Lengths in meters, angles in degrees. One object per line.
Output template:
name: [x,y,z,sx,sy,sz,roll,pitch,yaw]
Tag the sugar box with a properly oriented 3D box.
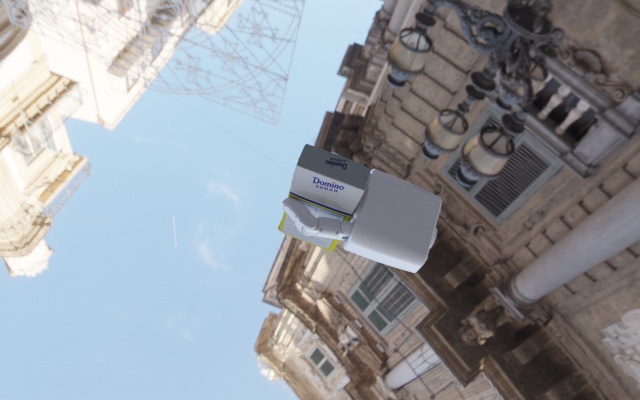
sugar box: [0.000,0.002,0.669,0.093,0.048,0.176,21,-36,-1]
